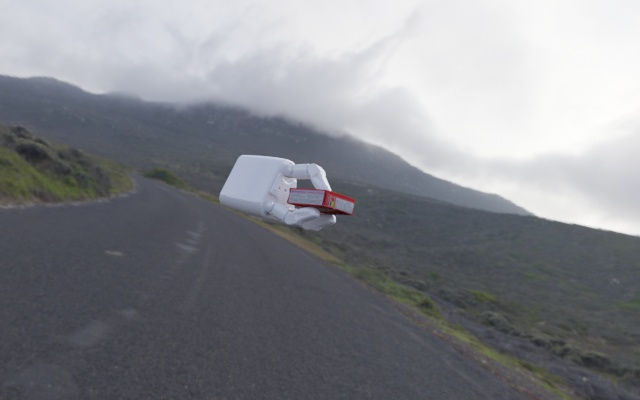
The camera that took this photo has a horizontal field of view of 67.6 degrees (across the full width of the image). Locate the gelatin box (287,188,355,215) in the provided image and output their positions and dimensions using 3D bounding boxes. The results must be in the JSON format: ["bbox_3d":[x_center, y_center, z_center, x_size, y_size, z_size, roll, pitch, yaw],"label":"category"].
[{"bbox_3d":[0.000,0.002,0.792,0.089,0.030,0.073,3,-11,45],"label":"gelatin box"}]
